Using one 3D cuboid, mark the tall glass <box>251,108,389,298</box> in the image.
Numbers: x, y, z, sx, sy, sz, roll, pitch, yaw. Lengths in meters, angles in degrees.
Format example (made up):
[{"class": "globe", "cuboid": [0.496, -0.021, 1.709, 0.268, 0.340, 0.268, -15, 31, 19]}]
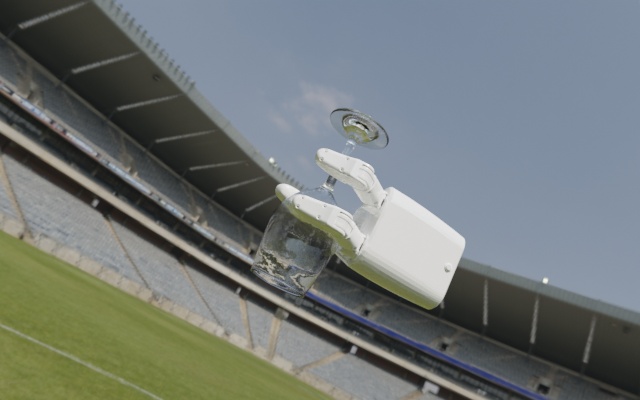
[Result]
[{"class": "tall glass", "cuboid": [0.000, 0.001, 0.517, 0.079, 0.201, 0.079, 26, -18, 9]}]
